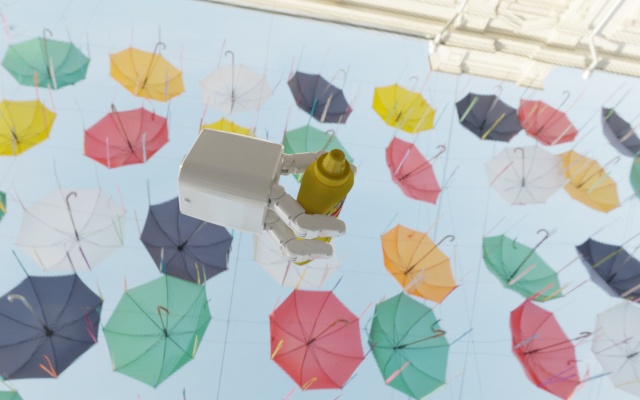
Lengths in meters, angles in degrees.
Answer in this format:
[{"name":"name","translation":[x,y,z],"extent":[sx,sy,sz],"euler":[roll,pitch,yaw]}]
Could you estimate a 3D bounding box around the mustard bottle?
[{"name":"mustard bottle","translation":[0.000,0.002,0.600],"extent":[0.058,0.096,0.192],"euler":[34,-34,11]}]
